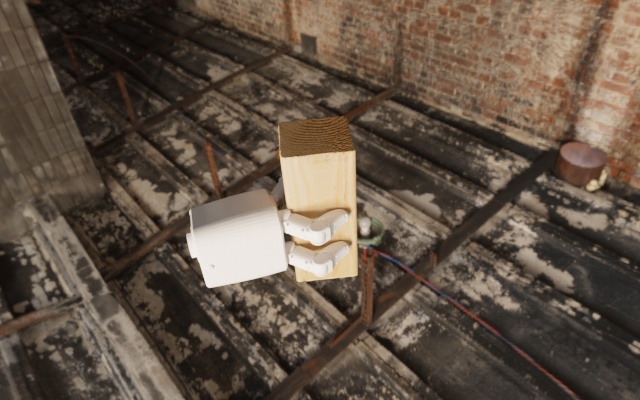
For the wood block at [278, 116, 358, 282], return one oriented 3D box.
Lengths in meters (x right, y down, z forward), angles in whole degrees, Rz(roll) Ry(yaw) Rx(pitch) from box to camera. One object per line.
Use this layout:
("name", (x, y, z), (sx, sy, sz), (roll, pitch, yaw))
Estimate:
("wood block", (0.000, 0.002, 0.643), (0.090, 0.206, 0.090), (-6, 38, -2))
